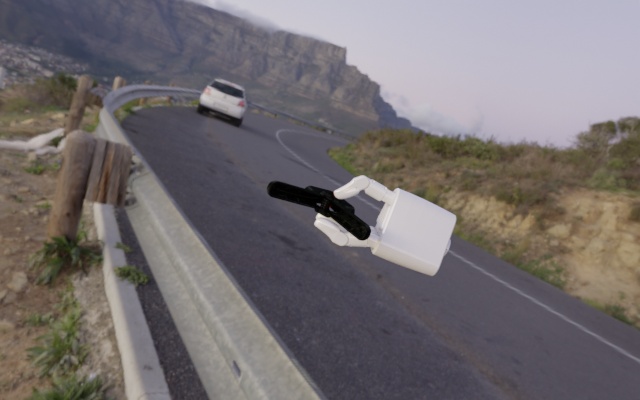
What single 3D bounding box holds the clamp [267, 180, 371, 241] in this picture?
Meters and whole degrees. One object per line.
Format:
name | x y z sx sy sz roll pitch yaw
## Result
clamp | 0.001 0.002 0.775 0.164 0.036 0.210 26 8 -2
